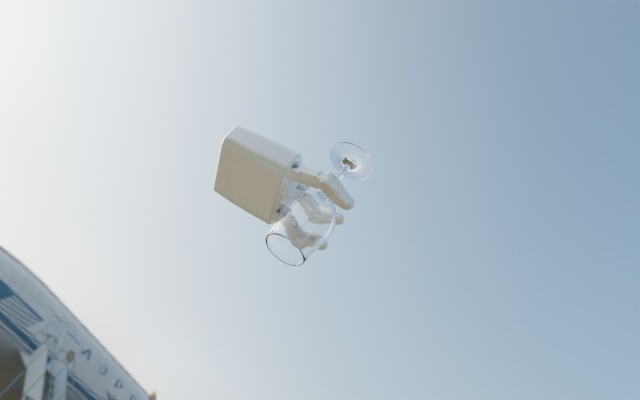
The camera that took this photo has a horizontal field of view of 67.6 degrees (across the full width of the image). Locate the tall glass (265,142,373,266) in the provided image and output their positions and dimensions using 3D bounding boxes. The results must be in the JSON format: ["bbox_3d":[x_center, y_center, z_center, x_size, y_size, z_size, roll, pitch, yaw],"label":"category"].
[{"bbox_3d":[0.001,0.002,0.694,0.079,0.079,0.201,0,40,39],"label":"tall glass"}]
